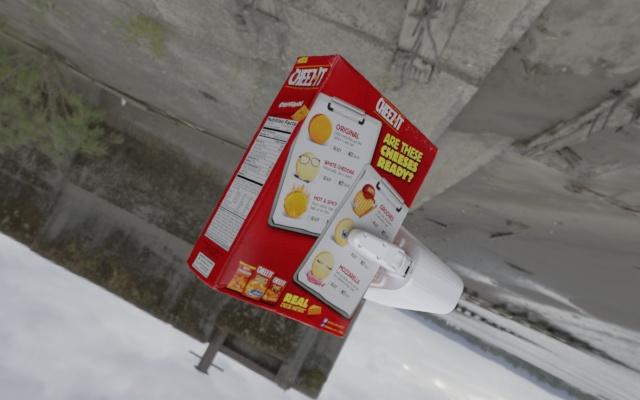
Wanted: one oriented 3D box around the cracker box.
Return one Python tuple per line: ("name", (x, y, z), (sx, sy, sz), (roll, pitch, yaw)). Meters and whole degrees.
("cracker box", (0.000, 0.002, 0.448), (0.164, 0.213, 0.072), (32, -8, -39))
